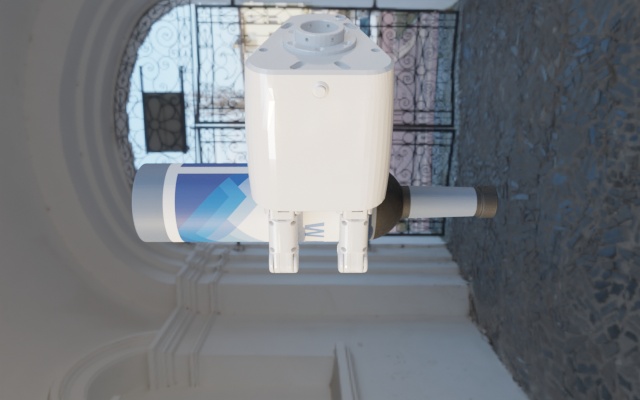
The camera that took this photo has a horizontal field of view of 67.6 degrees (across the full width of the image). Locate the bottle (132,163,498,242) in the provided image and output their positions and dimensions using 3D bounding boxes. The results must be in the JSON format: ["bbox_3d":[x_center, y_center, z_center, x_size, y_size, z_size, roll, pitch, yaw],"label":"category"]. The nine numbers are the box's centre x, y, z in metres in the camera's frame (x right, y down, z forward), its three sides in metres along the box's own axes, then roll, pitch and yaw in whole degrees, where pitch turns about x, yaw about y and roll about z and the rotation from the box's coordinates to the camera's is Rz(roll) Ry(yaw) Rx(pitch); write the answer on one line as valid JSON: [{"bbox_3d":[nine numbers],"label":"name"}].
[{"bbox_3d":[0.000,0.001,0.406,0.296,0.069,0.069,0,0,-1],"label":"bottle"}]
